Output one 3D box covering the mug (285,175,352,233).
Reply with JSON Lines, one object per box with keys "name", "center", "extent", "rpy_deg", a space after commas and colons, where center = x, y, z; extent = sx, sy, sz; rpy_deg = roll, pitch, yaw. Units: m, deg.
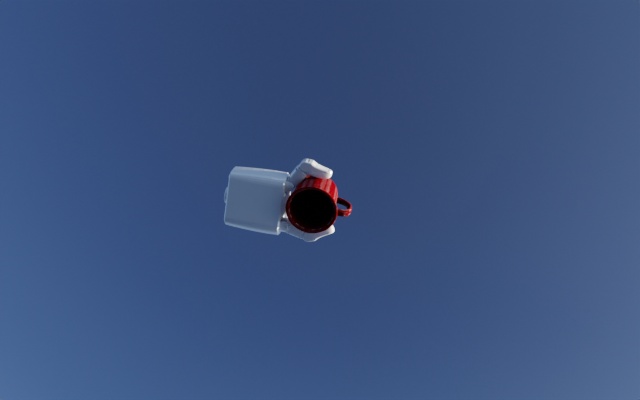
{"name": "mug", "center": [0.002, 0.003, 0.878], "extent": [0.117, 0.093, 0.081], "rpy_deg": [10, 26, 3]}
